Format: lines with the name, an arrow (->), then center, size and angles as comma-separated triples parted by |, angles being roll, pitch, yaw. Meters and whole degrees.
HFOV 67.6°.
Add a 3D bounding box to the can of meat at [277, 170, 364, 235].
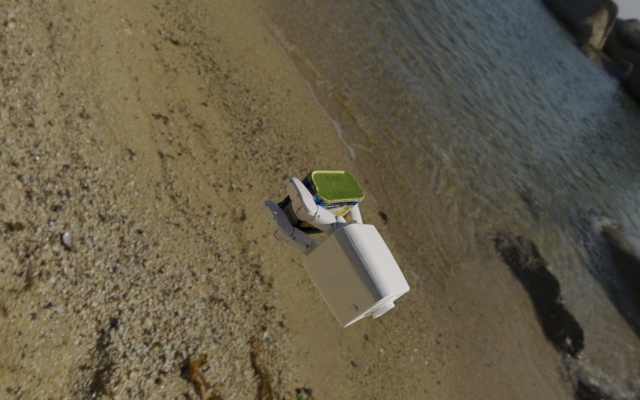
can of meat -> 0.000, 0.002, 0.672 | 0.102, 0.057, 0.084 | -4, -31, -48
